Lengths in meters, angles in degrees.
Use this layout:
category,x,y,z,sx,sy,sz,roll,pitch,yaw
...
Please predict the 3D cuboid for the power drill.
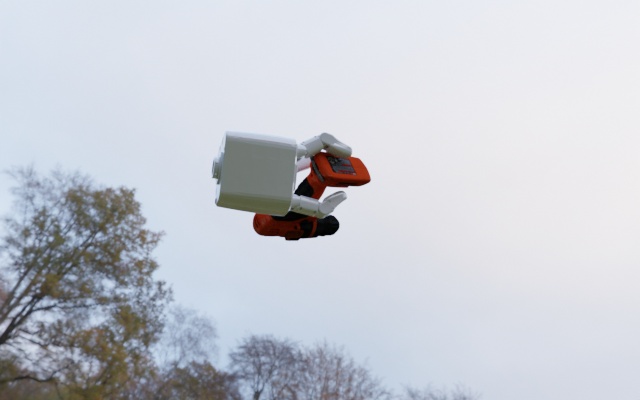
category,x,y,z,sx,sy,sz,roll,pitch,yaw
power drill,0.000,0.002,0.813,0.184,0.057,0.188,3,-40,-42
